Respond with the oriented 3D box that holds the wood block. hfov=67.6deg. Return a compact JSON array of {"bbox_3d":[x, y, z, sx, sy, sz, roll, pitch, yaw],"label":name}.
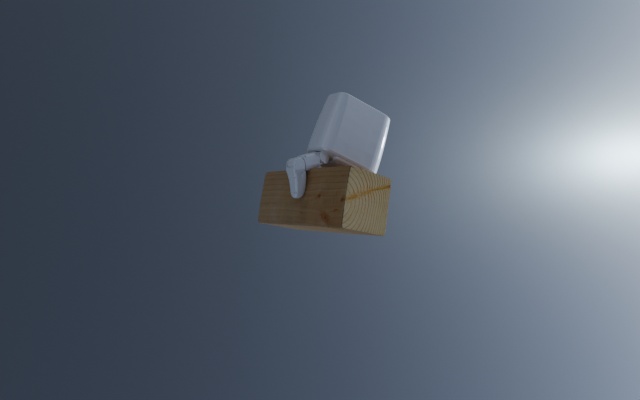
[{"bbox_3d":[0.000,0.002,0.755,0.091,0.090,0.206,15,-10,-40],"label":"wood block"}]
